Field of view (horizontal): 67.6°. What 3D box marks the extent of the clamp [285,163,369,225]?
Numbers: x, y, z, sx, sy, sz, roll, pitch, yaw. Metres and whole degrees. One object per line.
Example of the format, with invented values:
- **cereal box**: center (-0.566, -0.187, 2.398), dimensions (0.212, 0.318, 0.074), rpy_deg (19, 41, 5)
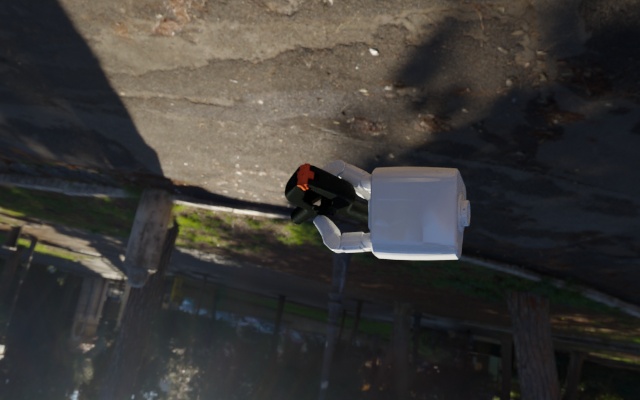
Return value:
- **clamp**: center (0.000, 0.003, 0.658), dimensions (0.164, 0.036, 0.210), rpy_deg (-1, -19, 24)
